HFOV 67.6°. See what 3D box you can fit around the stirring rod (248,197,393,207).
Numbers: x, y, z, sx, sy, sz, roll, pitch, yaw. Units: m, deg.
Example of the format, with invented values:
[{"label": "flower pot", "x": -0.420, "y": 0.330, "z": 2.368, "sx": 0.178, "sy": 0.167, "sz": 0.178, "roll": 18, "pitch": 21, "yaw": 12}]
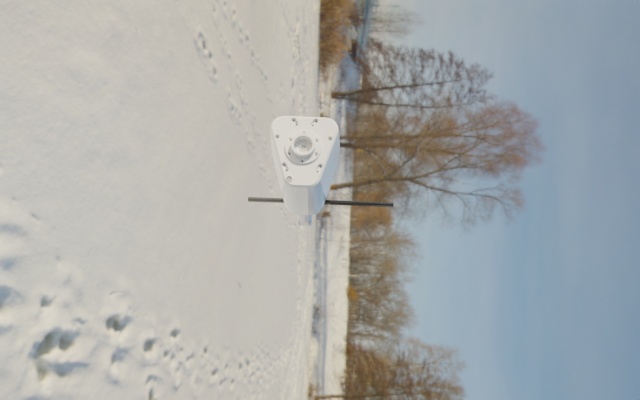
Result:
[{"label": "stirring rod", "x": 0.000, "y": 0.003, "z": 0.793, "sx": 0.239, "sy": 0.011, "sz": 0.011, "roll": 2, "pitch": 0, "yaw": 1}]
